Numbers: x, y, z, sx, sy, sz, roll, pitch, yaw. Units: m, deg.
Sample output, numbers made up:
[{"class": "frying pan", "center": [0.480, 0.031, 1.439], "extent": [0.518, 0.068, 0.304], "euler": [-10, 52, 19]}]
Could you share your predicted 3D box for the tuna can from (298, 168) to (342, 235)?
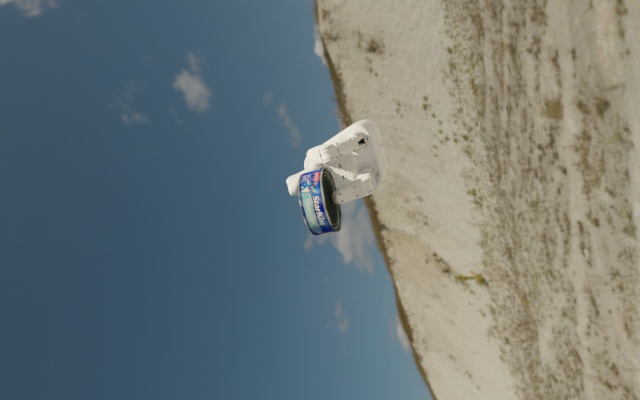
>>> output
[{"class": "tuna can", "center": [0.000, 0.002, 0.627], "extent": [0.034, 0.086, 0.086], "euler": [-12, -3, 14]}]
